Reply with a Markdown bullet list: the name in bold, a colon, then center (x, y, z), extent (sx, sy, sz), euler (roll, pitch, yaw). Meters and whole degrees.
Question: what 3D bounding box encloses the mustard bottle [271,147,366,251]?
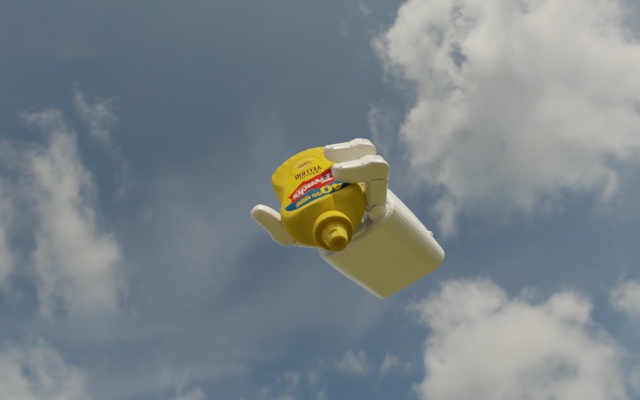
- **mustard bottle**: center (0.000, 0.001, 0.543), extent (0.096, 0.058, 0.191), euler (-23, 28, 0)
